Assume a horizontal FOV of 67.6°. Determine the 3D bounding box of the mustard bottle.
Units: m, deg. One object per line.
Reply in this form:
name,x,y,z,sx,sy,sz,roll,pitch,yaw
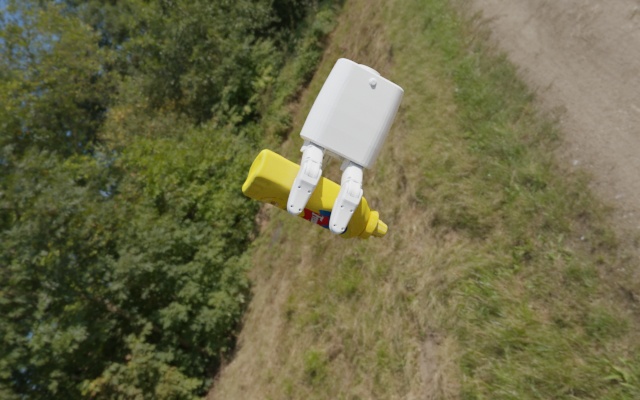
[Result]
mustard bottle,0.000,0.002,0.609,0.191,0.058,0.096,24,-19,-14
